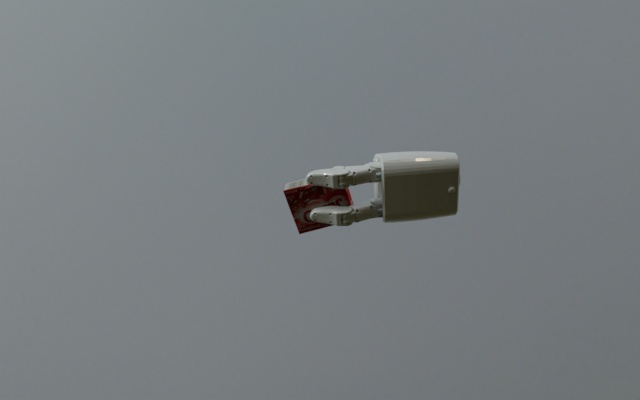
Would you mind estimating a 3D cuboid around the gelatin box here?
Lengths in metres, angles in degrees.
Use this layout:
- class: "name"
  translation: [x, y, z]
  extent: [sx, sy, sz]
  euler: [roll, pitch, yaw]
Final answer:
- class: "gelatin box"
  translation: [0.000, 0.002, 0.688]
  extent: [0.089, 0.073, 0.030]
  euler: [-14, 23, 11]
